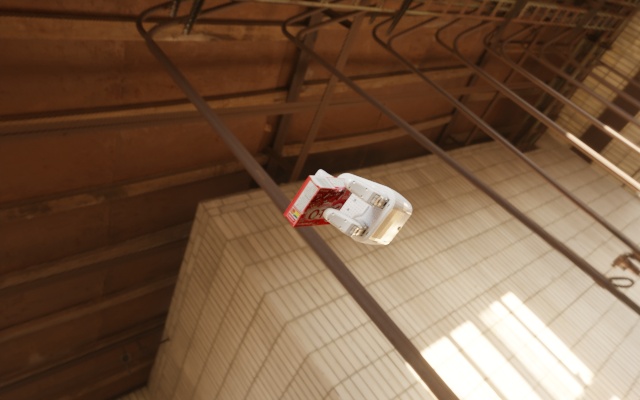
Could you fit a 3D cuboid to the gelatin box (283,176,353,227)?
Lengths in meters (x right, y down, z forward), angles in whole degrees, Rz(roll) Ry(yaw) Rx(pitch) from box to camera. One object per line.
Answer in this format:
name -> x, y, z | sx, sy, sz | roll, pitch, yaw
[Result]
gelatin box -> 0.000, 0.002, 0.687 | 0.089, 0.073, 0.030 | 1, 41, -53
